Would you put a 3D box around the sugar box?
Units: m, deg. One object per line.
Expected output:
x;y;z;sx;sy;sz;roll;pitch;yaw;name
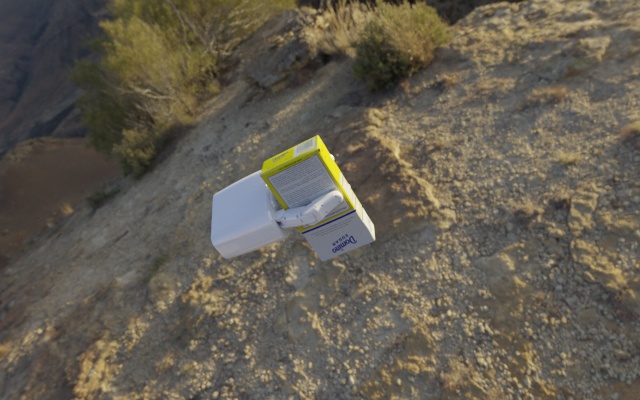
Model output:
0.000;0.002;0.691;0.093;0.176;0.048;-23;32;17;sugar box
